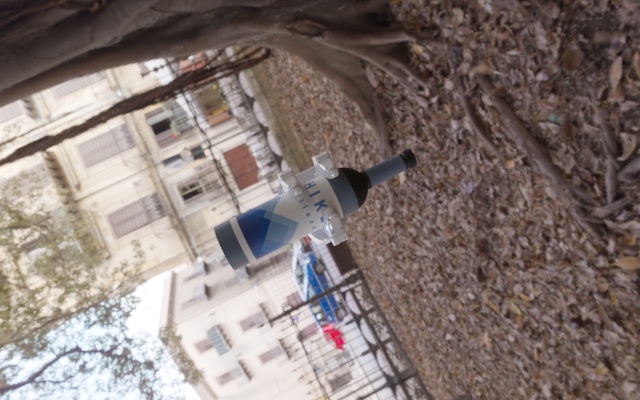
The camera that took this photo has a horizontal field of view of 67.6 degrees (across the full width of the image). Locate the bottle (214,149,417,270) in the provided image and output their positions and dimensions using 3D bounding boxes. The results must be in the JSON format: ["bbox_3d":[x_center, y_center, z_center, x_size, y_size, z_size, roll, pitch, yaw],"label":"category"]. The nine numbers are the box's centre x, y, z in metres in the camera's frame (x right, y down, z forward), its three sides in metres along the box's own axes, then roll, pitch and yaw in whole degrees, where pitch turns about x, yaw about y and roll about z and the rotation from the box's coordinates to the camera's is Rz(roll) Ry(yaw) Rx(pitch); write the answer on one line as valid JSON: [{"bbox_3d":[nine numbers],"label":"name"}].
[{"bbox_3d":[0.000,0.002,0.668,0.295,0.069,0.069,-26,3,-6],"label":"bottle"}]
